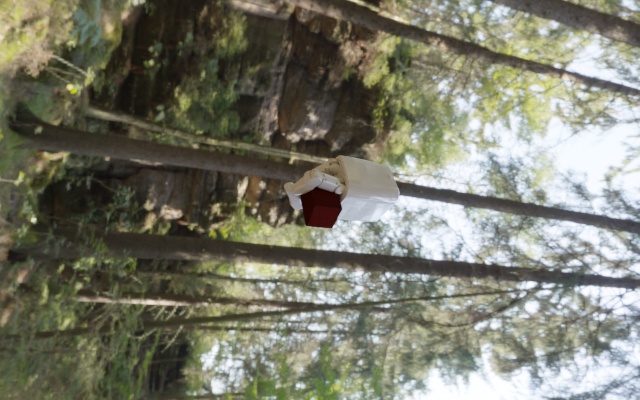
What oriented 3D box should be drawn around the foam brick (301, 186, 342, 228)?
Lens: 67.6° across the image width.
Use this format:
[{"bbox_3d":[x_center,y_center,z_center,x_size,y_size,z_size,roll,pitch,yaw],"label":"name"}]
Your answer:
[{"bbox_3d":[0.000,0.003,0.835,0.051,0.078,0.053,9,-48,-21],"label":"foam brick"}]
